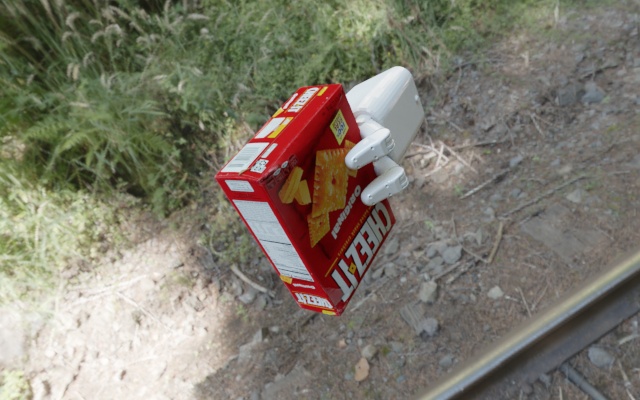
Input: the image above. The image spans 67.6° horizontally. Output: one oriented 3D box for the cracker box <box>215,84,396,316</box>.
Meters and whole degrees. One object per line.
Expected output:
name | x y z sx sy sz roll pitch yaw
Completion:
cracker box | 0.000 0.002 0.550 0.072 0.214 0.164 5 46 39
